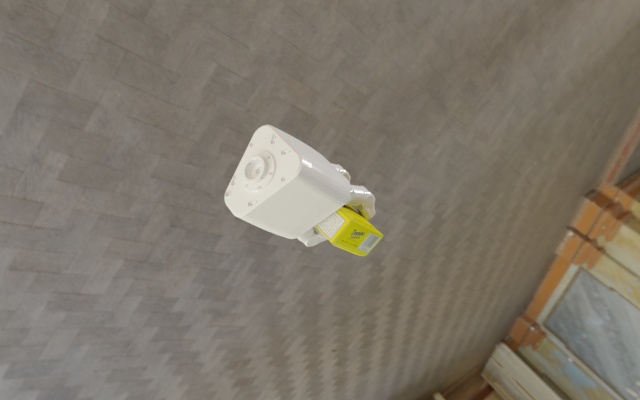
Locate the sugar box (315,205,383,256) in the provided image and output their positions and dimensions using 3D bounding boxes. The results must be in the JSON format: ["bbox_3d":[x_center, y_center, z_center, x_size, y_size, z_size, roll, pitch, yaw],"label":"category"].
[{"bbox_3d":[0.000,0.002,0.668,0.176,0.048,0.093,46,11,35],"label":"sugar box"}]
